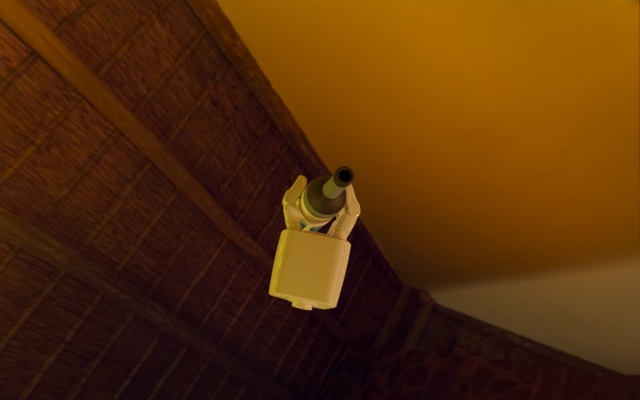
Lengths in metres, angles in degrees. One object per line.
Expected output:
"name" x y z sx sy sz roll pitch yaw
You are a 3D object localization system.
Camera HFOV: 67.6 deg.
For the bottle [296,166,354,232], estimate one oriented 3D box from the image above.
"bottle" 0.000 0.003 0.795 0.069 0.069 0.296 0 -15 -14
